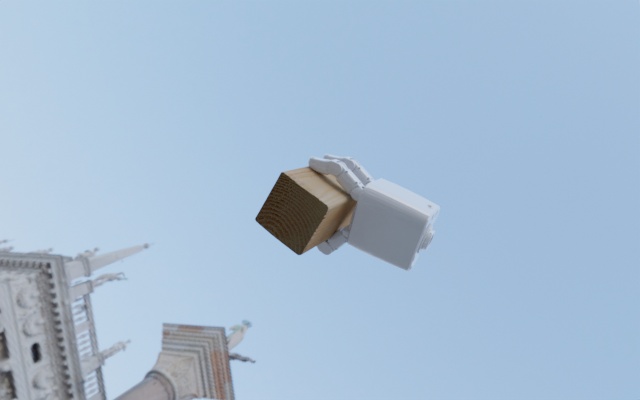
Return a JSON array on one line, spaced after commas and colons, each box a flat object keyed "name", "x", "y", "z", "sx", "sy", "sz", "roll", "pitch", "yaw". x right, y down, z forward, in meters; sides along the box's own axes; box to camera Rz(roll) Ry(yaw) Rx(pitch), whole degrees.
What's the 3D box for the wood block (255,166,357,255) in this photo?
[{"name": "wood block", "x": 0.000, "y": 0.003, "z": 0.761, "sx": 0.090, "sy": 0.091, "sz": 0.206, "roll": 37, "pitch": 22, "yaw": 15}]
